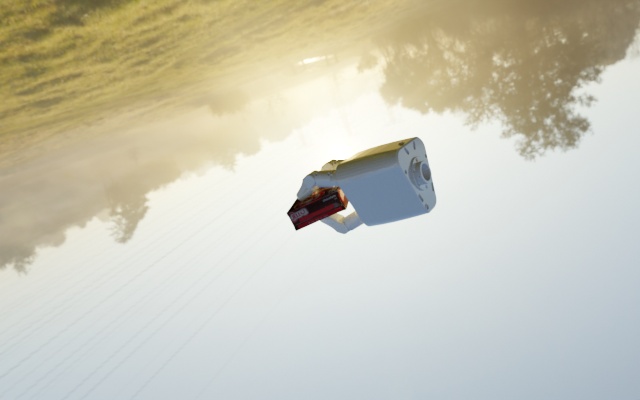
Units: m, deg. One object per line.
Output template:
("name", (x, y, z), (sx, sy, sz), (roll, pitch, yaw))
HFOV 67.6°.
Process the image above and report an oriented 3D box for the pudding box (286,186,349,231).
("pudding box", (0.000, 0.003, 0.780), (0.090, 0.039, 0.113), (-23, 9, 13))
